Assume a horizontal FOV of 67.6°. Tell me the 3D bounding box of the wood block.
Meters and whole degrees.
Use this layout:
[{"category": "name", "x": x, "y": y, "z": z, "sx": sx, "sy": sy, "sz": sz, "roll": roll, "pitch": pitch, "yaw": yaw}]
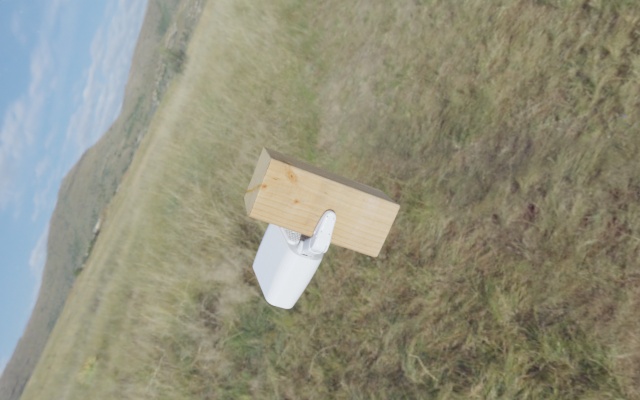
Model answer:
[{"category": "wood block", "x": 0.000, "y": 0.003, "z": 0.720, "sx": 0.206, "sy": 0.090, "sz": 0.090, "roll": 19, "pitch": 13, "yaw": -18}]
